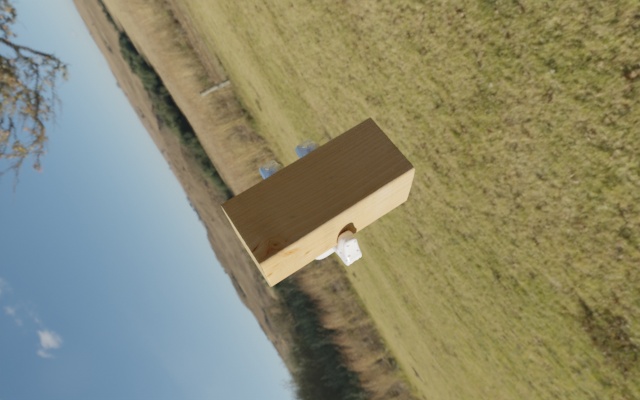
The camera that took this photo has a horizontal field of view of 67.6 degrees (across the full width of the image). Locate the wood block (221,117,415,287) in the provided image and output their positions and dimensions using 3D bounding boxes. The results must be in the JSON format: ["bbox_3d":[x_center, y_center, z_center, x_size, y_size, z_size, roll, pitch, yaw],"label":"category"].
[{"bbox_3d":[0.000,0.002,0.575,0.206,0.090,0.090,-32,-23,-12],"label":"wood block"}]
